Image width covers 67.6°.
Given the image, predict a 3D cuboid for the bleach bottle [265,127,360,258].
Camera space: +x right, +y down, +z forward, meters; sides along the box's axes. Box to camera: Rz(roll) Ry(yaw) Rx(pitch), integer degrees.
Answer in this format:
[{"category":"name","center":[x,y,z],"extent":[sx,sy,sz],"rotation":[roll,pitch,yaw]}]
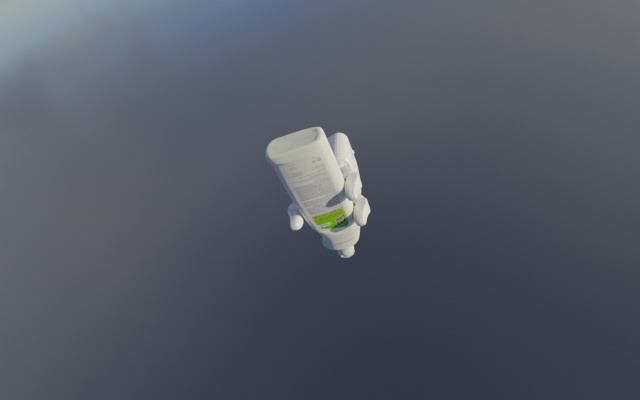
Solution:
[{"category":"bleach bottle","center":[0.000,0.003,0.817],"extent":[0.102,0.251,0.068],"rotation":[-16,34,11]}]
